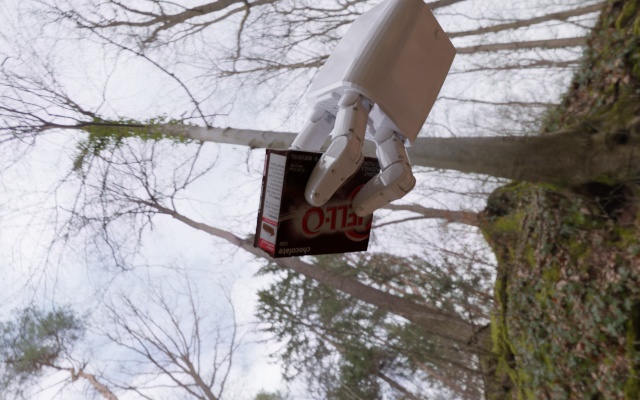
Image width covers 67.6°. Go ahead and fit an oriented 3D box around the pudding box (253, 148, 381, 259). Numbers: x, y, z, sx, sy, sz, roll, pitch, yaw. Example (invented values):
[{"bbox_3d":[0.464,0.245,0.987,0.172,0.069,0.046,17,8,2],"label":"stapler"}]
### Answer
[{"bbox_3d":[0.000,0.001,0.425,0.113,0.090,0.039,1,10,-38],"label":"pudding box"}]
